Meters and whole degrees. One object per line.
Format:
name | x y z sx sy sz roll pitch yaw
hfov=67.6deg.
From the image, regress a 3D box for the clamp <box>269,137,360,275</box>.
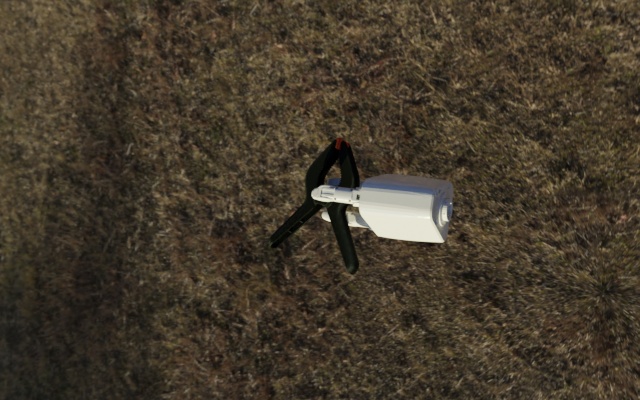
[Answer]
clamp | 0.000 0.002 0.769 0.164 0.210 0.036 7 -6 27
